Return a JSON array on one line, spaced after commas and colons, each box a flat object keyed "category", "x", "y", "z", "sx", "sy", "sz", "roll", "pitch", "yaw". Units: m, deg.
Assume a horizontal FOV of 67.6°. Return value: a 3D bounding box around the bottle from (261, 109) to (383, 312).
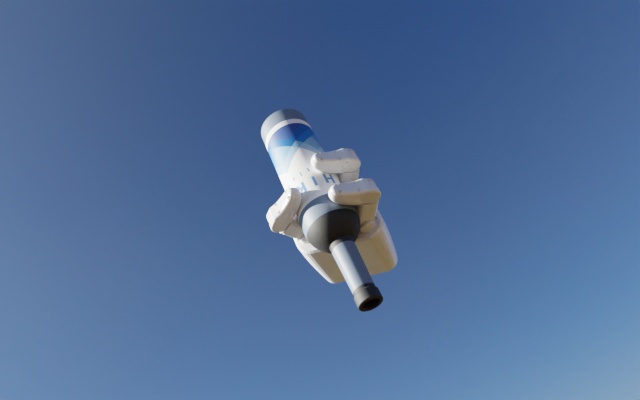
[{"category": "bottle", "x": 0.000, "y": 0.002, "z": 0.571, "sx": 0.069, "sy": 0.069, "sz": 0.295, "roll": 0, "pitch": 44, "yaw": -29}]
